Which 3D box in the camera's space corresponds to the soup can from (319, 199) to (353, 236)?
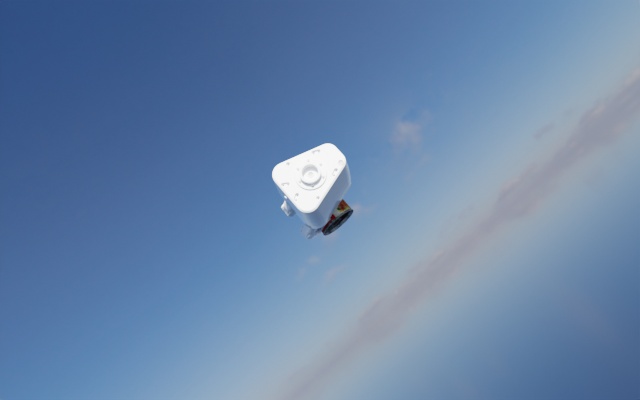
[{"bbox_3d":[0.000,0.003,0.853,0.068,0.102,0.068,-38,-15,-12],"label":"soup can"}]
